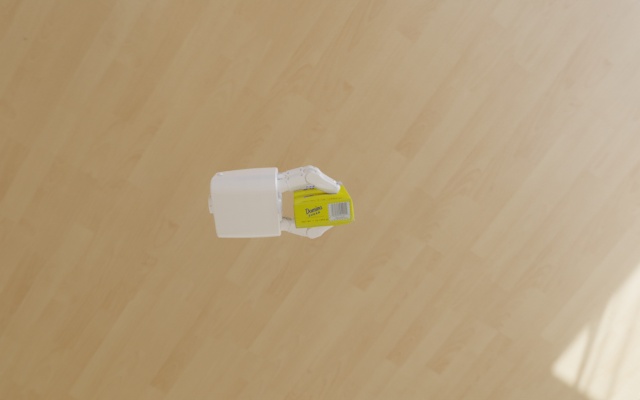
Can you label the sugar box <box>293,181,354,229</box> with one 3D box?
[{"bbox_3d":[0.000,0.002,0.817,0.093,0.048,0.176,-5,14,-3],"label":"sugar box"}]
